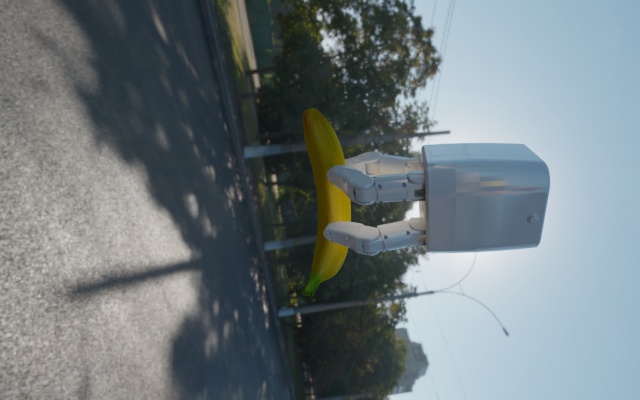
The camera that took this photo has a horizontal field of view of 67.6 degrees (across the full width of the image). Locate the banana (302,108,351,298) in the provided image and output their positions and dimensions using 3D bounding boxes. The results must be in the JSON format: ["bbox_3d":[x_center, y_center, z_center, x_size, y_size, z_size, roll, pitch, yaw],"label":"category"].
[{"bbox_3d":[0.008,0.001,0.508,0.037,0.198,0.069,4,13,24],"label":"banana"}]
